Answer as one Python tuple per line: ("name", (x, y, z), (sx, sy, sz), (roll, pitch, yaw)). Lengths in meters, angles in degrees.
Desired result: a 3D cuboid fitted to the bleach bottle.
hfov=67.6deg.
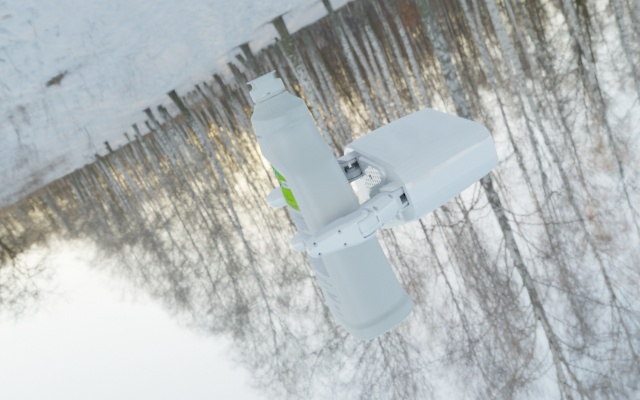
("bleach bottle", (0.000, 0.002, 0.448), (0.068, 0.251, 0.102), (-29, 16, -15))
